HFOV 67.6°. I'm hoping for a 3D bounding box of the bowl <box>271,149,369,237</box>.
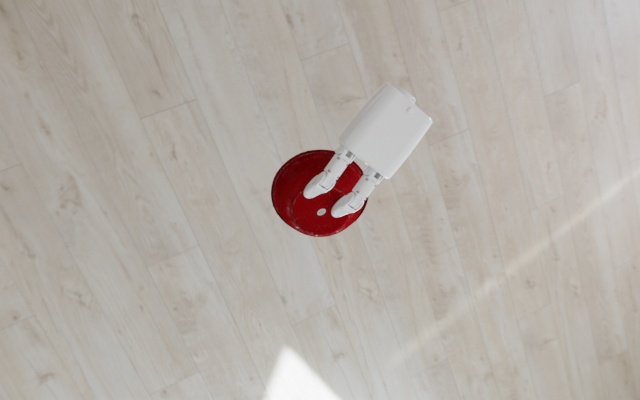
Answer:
[{"bbox_3d":[0.000,0.004,0.763,0.162,0.162,0.055,0,31,-2],"label":"bowl"}]
